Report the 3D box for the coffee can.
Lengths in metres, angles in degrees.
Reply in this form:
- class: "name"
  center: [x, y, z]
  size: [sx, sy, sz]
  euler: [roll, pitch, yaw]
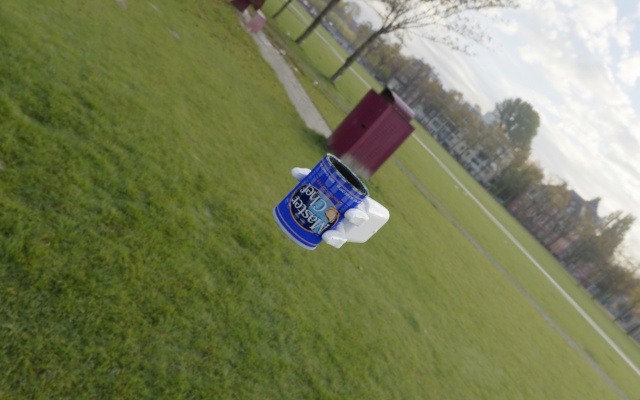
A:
- class: "coffee can"
  center: [0.000, 0.003, 0.833]
  size: [0.140, 0.103, 0.103]
  euler: [-45, -15, 15]
